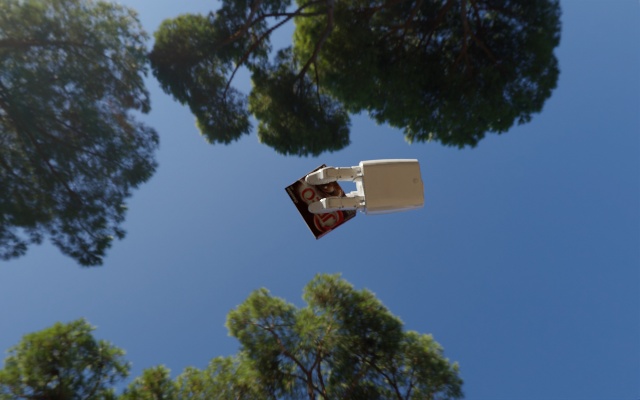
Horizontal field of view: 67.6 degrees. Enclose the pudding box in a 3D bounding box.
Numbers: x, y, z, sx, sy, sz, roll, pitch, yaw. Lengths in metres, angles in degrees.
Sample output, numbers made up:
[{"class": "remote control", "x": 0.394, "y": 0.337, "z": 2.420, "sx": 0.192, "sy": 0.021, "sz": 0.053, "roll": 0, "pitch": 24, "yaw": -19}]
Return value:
[{"class": "pudding box", "x": 0.000, "y": 0.003, "z": 0.886, "sx": 0.090, "sy": 0.113, "sz": 0.039, "roll": -32, "pitch": -14, "yaw": -6}]
